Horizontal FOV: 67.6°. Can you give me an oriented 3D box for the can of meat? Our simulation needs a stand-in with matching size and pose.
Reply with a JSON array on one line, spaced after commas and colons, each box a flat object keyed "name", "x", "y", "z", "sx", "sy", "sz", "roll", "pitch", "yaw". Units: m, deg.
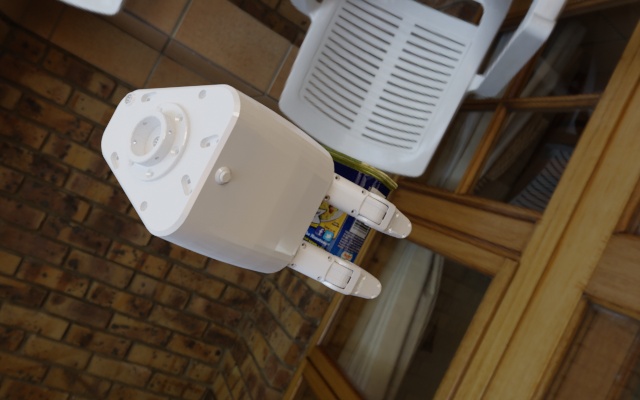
[{"name": "can of meat", "x": 0.000, "y": 0.002, "z": 0.407, "sx": 0.102, "sy": 0.084, "sz": 0.057, "roll": 26, "pitch": -3, "yaw": 30}]
